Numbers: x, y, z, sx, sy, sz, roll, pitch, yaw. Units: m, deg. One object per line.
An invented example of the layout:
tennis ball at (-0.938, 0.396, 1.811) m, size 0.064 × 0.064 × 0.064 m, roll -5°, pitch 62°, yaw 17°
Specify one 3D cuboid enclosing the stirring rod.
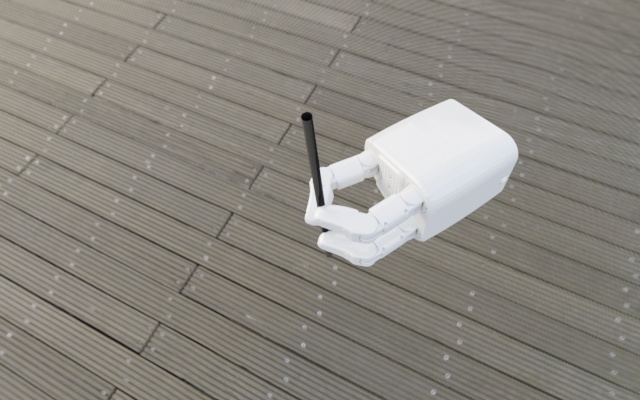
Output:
stirring rod at (0.000, 0.001, 0.432) m, size 0.011 × 0.011 × 0.240 m, roll 0°, pitch -29°, yaw 5°
